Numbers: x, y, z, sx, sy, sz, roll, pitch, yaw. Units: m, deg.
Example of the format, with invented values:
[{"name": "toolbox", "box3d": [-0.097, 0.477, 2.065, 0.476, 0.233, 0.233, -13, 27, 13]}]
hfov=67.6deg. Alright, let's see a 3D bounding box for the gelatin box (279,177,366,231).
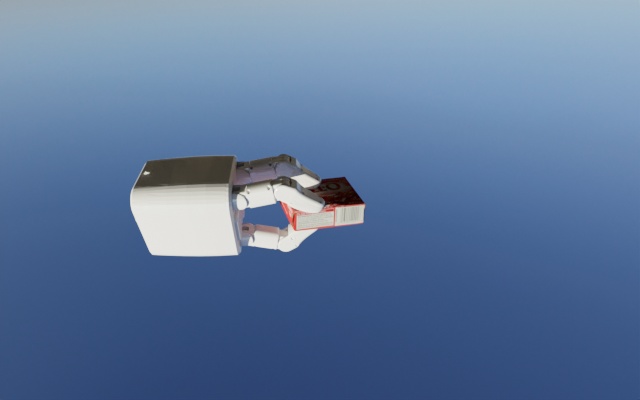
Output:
[{"name": "gelatin box", "box3d": [0.000, 0.002, 0.576, 0.089, 0.030, 0.073, -6, 30, -16]}]
